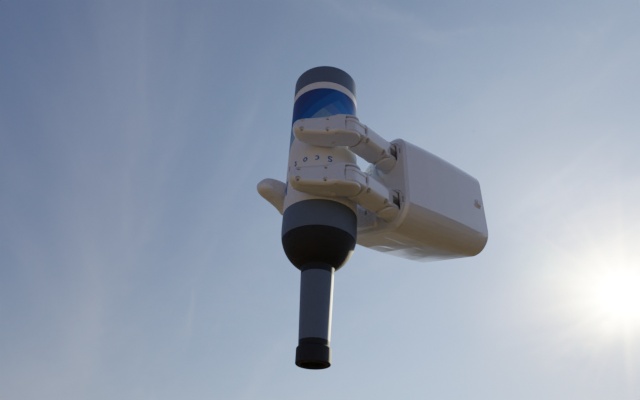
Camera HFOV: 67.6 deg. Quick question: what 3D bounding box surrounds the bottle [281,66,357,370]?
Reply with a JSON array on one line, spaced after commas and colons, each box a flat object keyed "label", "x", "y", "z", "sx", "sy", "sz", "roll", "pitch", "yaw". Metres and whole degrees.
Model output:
[{"label": "bottle", "x": 0.000, "y": 0.001, "z": 0.439, "sx": 0.069, "sy": 0.295, "sz": 0.069, "roll": 2, "pitch": -34, "yaw": 1}]
